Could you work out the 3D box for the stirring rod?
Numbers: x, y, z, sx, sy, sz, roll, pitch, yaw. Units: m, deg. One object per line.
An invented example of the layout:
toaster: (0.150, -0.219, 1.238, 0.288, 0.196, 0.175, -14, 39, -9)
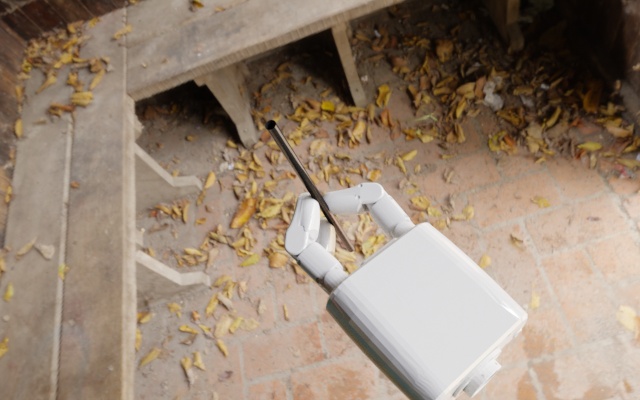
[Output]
stirring rod: (0.000, 0.001, 0.422, 0.011, 0.011, 0.240, 0, -25, 18)
